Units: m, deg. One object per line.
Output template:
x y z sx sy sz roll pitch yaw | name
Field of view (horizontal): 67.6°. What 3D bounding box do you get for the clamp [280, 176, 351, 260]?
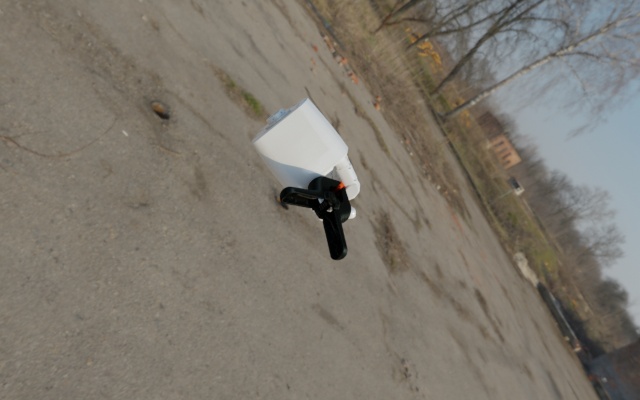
0.001 0.002 0.686 0.039 0.120 0.171 -34 17 19 | clamp
